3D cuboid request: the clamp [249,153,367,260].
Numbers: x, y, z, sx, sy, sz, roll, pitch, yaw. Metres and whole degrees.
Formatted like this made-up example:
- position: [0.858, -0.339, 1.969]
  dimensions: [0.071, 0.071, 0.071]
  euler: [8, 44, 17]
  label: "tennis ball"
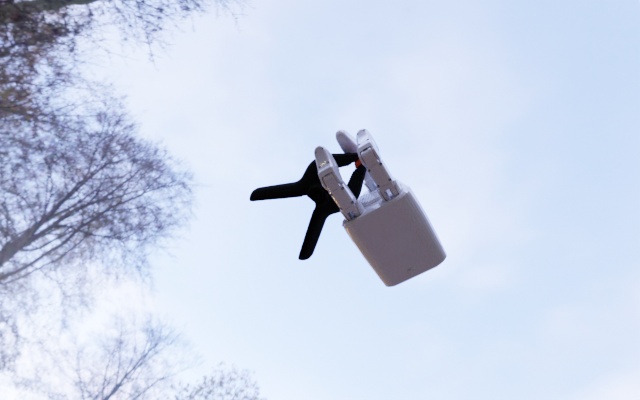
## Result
- position: [0.000, 0.002, 0.641]
  dimensions: [0.171, 0.120, 0.039]
  euler: [-29, 11, 20]
  label: "clamp"
